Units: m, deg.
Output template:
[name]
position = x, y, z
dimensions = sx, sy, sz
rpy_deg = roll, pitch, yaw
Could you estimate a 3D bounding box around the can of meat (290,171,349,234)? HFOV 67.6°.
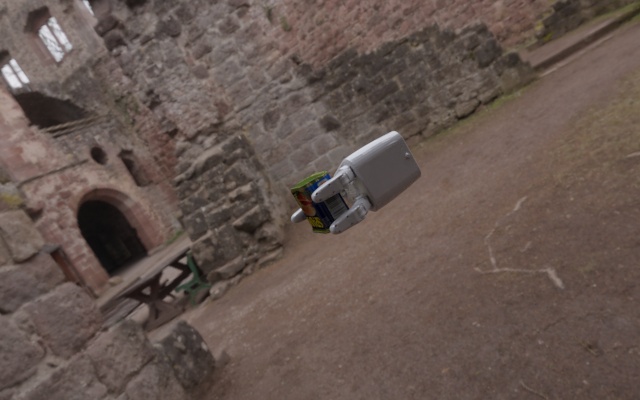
[can of meat]
position = 0.000, 0.002, 0.768
dimensions = 0.057, 0.084, 0.102
rpy_deg = -33, 8, -16
